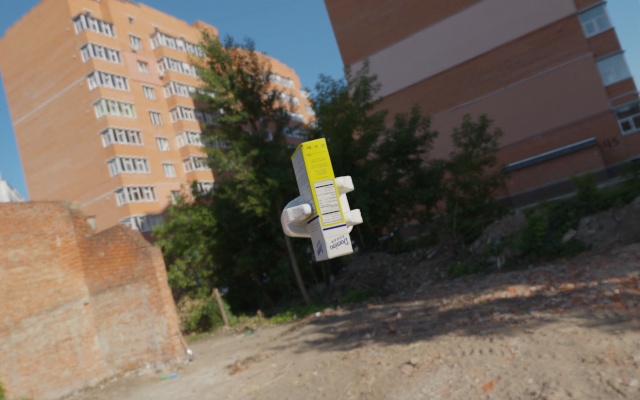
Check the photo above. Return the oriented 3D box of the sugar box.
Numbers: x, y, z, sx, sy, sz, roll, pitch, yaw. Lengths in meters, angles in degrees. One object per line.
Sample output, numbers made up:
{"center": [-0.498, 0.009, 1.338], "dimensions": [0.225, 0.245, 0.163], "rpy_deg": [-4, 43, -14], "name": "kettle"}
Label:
{"center": [0.001, 0.002, 0.738], "dimensions": [0.048, 0.176, 0.093], "rpy_deg": [-15, -5, -14], "name": "sugar box"}
